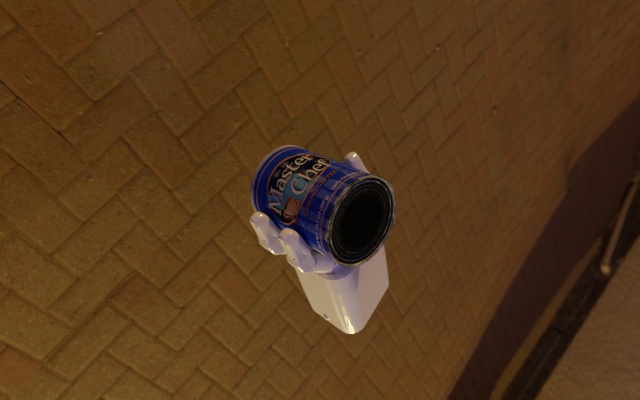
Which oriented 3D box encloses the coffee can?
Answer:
[{"bbox_3d":[0.000,0.002,0.547,0.103,0.103,0.140,0,18,-43],"label":"coffee can"}]
